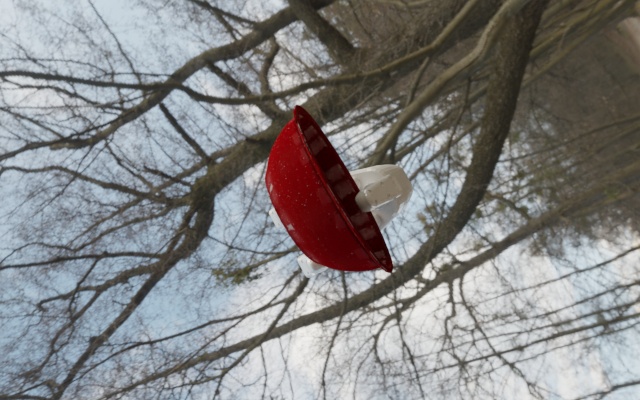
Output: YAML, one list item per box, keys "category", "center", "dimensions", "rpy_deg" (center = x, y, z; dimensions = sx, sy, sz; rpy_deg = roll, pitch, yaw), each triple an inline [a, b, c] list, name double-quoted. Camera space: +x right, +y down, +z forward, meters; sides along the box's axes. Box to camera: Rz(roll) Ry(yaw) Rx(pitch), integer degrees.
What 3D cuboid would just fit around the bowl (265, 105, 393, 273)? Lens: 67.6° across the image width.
- category: "bowl"
  center: [-0.001, 0.001, 0.410]
  dimensions: [0.055, 0.162, 0.162]
  rpy_deg: [-30, -6, 10]
